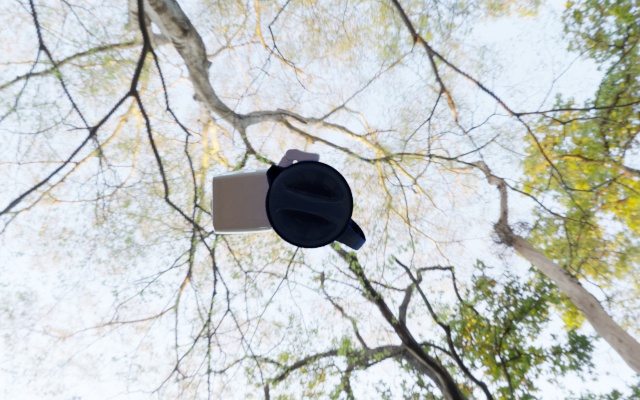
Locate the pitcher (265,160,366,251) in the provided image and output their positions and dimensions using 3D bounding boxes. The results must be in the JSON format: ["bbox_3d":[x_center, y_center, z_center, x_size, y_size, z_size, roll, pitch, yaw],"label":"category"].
[{"bbox_3d":[0.000,0.003,0.822,0.145,0.149,0.243,-6,5,6],"label":"pitcher"}]
